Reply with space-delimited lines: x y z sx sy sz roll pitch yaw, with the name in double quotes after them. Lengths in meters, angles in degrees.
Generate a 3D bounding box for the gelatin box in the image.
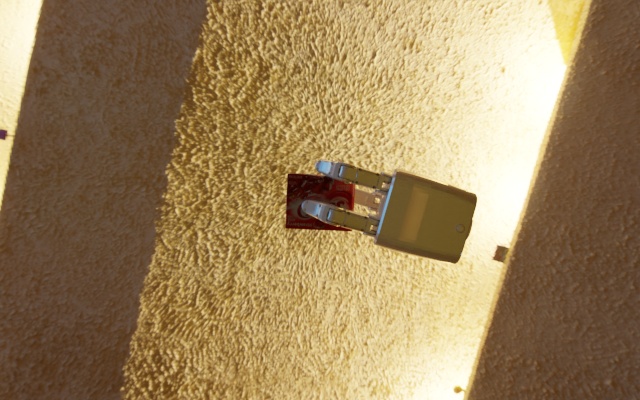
0.000 0.002 0.629 0.089 0.073 0.030 3 4 9 "gelatin box"
